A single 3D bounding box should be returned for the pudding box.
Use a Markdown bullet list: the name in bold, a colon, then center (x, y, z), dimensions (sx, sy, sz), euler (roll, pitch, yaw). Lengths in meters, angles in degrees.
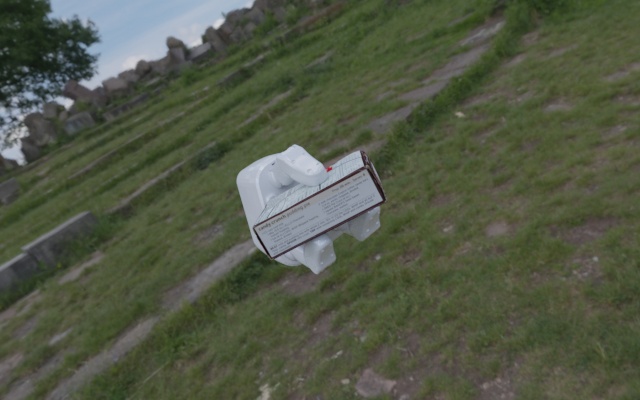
- **pudding box**: center (0.000, 0.001, 0.430), dimensions (0.113, 0.039, 0.090), euler (-30, 12, 9)
